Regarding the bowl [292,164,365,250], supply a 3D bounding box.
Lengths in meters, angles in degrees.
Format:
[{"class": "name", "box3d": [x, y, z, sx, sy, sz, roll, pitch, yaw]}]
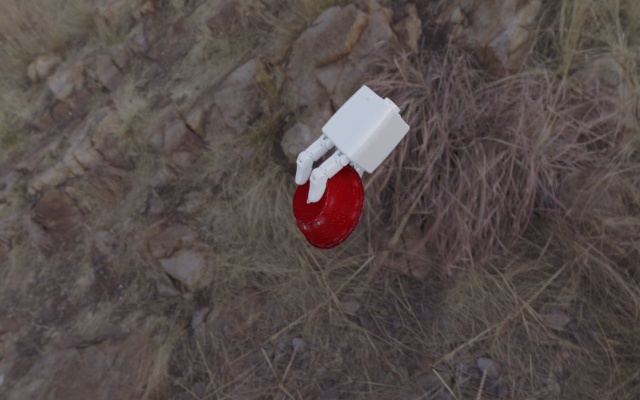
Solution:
[{"class": "bowl", "box3d": [-0.001, 0.004, 0.847, 0.055, 0.162, 0.162, 19, -13, -41]}]
